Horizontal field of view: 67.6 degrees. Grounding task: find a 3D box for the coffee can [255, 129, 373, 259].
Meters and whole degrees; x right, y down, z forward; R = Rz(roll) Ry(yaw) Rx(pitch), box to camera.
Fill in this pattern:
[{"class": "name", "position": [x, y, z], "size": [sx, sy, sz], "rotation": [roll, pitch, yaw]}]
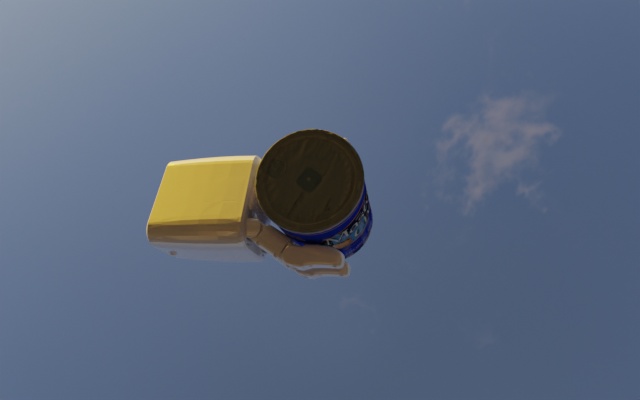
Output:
[{"class": "coffee can", "position": [0.000, 0.002, 0.504], "size": [0.103, 0.102, 0.140], "rotation": [0, -18, 10]}]
